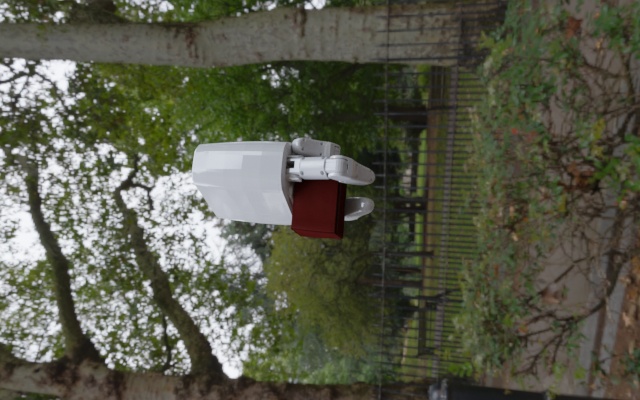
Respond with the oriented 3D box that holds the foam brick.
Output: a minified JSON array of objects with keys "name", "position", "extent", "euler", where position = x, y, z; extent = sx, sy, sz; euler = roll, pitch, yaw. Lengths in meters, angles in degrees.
[{"name":"foam brick","position":[0.000,0.002,0.536],"extent":[0.051,0.078,0.053],"euler":[2,-13,10]}]
